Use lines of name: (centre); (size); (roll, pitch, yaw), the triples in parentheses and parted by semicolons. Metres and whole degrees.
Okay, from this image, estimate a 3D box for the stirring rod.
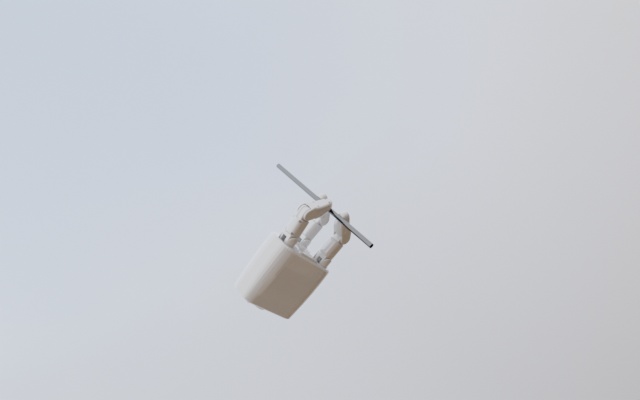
stirring rod: (0.000, 0.003, 0.760); (0.011, 0.011, 0.239); (0, 32, -46)
